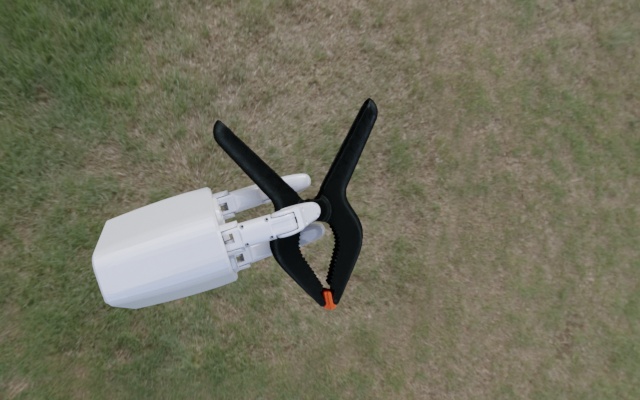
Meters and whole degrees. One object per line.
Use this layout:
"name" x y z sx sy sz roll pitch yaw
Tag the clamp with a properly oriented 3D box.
"clamp" 0.000 0.002 0.479 0.164 0.210 0.036 -17 5 -7
